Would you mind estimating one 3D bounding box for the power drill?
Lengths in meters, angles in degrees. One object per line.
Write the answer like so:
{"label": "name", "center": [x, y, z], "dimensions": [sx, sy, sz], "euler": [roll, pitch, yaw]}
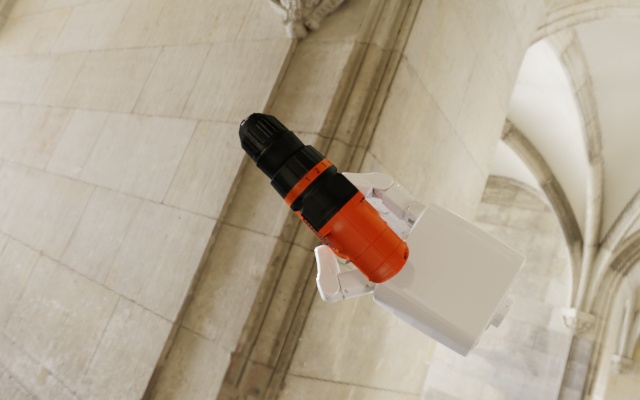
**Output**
{"label": "power drill", "center": [0.000, 0.002, 0.475], "dimensions": [0.057, 0.184, 0.187], "euler": [-43, -4, -1]}
